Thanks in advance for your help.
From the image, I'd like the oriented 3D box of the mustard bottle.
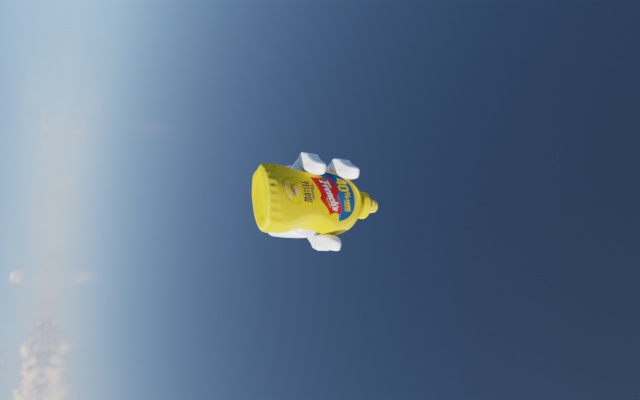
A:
[{"bbox_3d":[0.000,0.002,0.691,0.191,0.096,0.058,5,-32,-29],"label":"mustard bottle"}]
